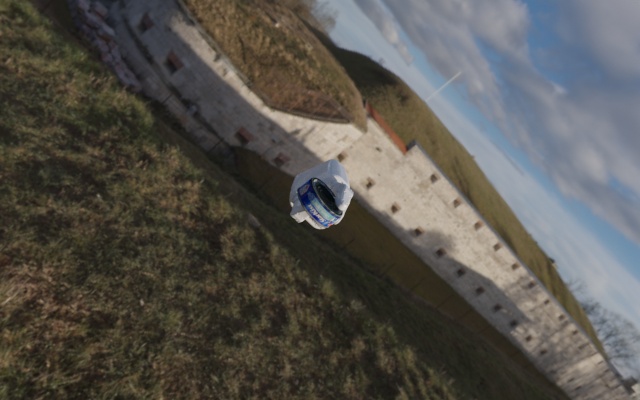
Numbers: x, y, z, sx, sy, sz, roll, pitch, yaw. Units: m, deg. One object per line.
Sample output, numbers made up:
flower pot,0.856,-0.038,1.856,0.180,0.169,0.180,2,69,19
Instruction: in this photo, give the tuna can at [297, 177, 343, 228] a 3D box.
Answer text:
tuna can,0.001,0.002,0.820,0.034,0.086,0.086,-37,-13,18
